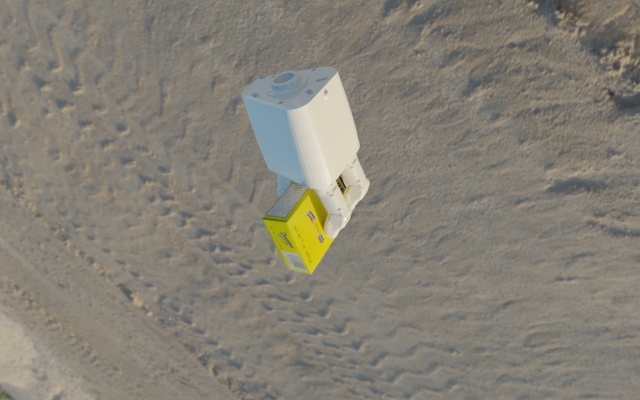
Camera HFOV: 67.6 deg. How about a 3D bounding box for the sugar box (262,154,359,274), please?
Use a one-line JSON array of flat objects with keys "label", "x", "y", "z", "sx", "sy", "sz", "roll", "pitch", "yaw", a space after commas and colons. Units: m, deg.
[{"label": "sugar box", "x": 0.000, "y": 0.002, "z": 0.639, "sx": 0.048, "sy": 0.093, "sz": 0.176, "roll": 8, "pitch": 45, "yaw": 35}]
